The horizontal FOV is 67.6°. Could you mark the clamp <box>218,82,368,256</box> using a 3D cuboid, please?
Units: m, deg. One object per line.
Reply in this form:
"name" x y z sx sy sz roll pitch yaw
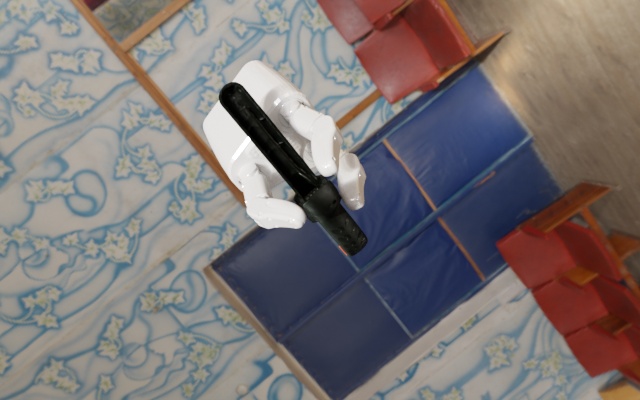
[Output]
"clamp" 0.000 0.002 0.423 0.164 0.036 0.210 51 -1 45
